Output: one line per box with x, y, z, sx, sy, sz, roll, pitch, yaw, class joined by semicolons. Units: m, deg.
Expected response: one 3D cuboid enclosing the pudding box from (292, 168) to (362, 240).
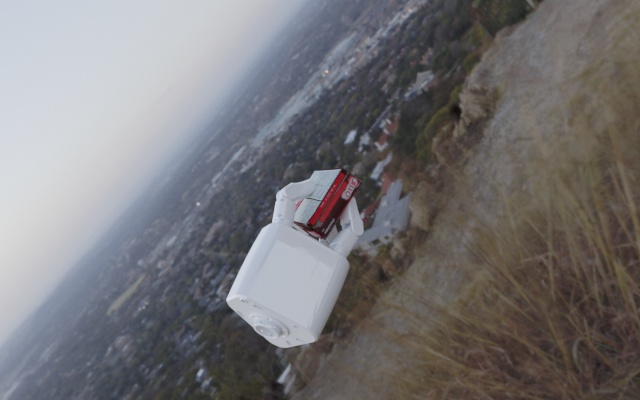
0.000;0.002;0.650;0.039;0.090;0.113;37;-10;-19;pudding box
